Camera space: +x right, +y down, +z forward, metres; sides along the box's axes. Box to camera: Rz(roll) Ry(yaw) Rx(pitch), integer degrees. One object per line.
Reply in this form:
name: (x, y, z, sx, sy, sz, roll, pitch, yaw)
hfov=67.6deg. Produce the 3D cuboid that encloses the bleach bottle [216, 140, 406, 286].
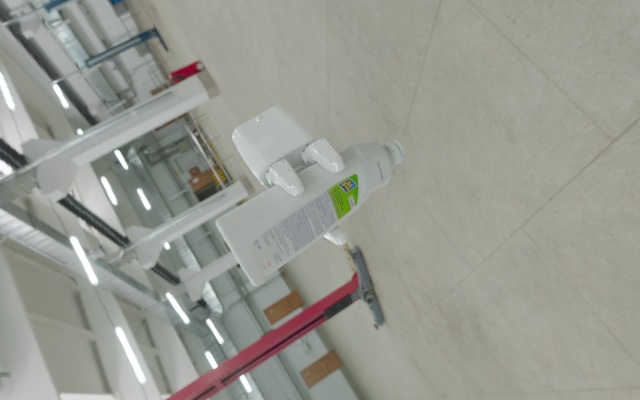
bleach bottle: (0.000, 0.002, 0.605, 0.251, 0.103, 0.068, -31, 49, -11)
